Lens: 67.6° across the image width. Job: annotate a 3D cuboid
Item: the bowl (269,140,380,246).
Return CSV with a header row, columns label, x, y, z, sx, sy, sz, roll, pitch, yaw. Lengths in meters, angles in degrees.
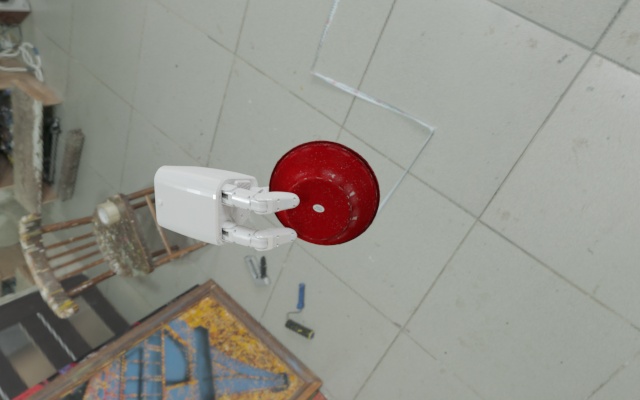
label,x,y,z,sx,sy,sz,roll,pitch,yaw
bowl,0.001,0.002,0.658,0.162,0.162,0.055,0,23,10
